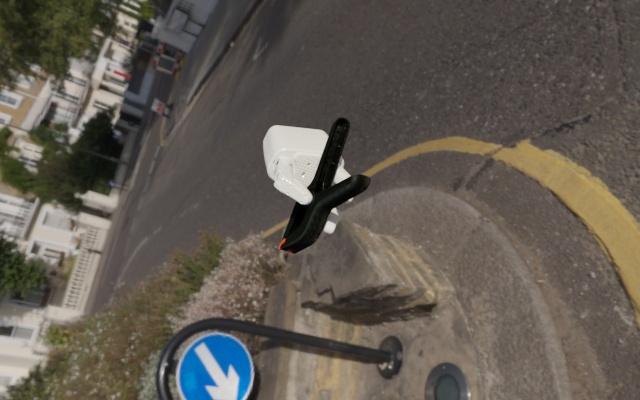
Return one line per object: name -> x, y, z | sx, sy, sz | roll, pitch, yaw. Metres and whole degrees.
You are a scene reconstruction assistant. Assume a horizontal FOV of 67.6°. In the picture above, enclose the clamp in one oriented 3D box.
clamp -> -0.001, 0.002, 0.667 | 0.036, 0.210, 0.164 | 21, 24, -21
